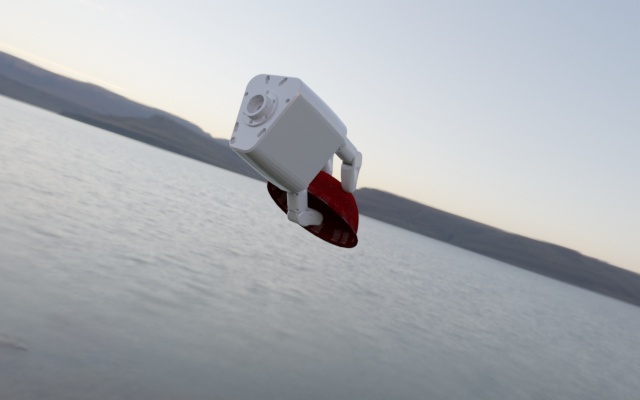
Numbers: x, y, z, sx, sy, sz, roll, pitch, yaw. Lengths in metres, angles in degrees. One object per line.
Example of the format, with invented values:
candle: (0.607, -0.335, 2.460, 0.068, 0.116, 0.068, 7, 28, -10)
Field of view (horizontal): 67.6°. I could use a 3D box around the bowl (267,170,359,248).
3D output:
bowl: (0.001, 0.003, 0.716, 0.162, 0.055, 0.162, 31, -21, 13)
